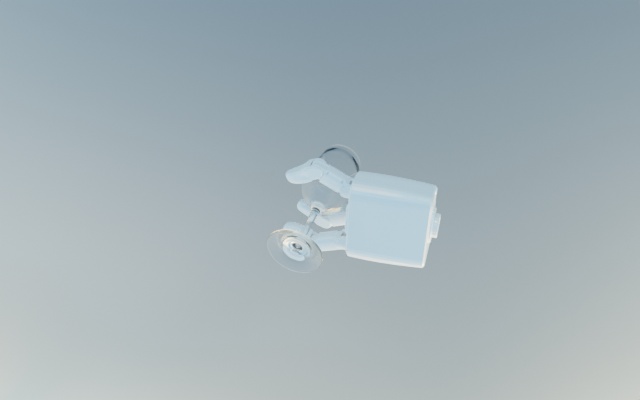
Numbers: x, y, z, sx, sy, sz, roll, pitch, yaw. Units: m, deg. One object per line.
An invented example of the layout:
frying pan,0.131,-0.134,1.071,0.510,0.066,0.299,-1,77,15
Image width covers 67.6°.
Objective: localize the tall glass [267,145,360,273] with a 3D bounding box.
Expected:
tall glass,0.000,0.003,0.663,0.079,0.079,0.201,0,39,24
